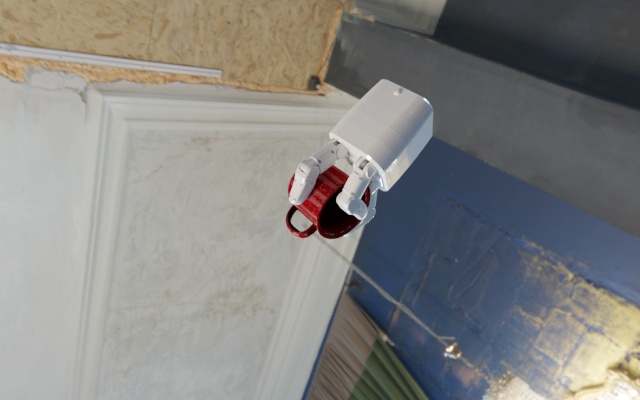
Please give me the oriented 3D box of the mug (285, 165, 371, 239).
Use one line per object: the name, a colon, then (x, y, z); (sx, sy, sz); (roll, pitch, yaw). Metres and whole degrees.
mug: (-0.001, 0.003, 0.663); (0.081, 0.117, 0.093); (39, -8, 39)
